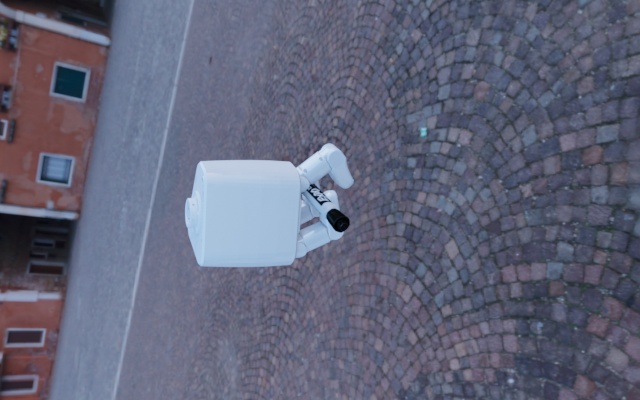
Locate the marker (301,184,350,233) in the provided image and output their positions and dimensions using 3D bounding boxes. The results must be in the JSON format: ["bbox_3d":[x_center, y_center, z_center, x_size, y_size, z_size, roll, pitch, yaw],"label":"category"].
[{"bbox_3d":[0.000,0.002,0.525,0.020,0.020,0.121,0,25,-25],"label":"marker"}]
